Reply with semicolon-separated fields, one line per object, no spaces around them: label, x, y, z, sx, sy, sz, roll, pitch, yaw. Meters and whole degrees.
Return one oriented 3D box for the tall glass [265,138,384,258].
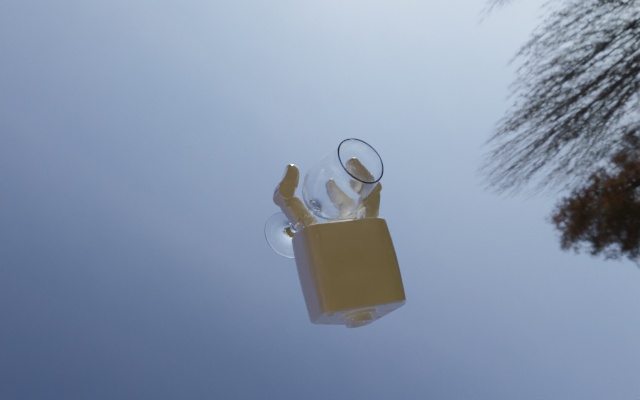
tall glass;0.000;0.002;0.616;0.079;0.079;0.201;0;-29;-32
